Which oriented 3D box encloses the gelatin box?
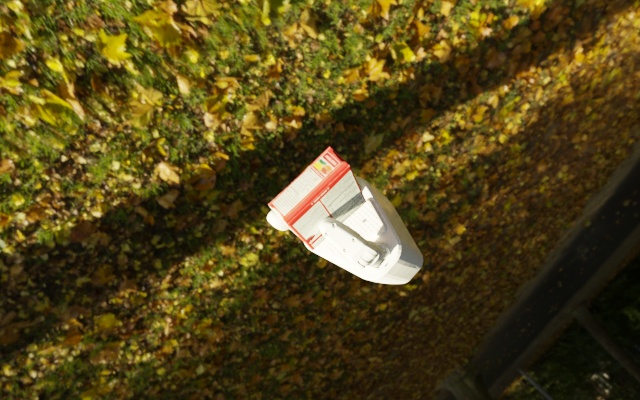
[{"bbox_3d":[0.000,0.002,0.437,0.030,0.073,0.089,45,-4,25],"label":"gelatin box"}]
